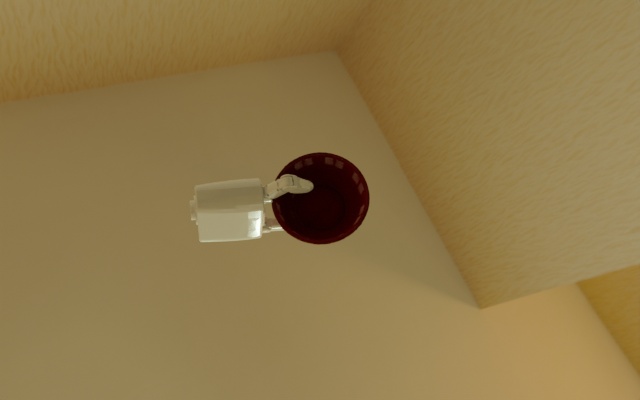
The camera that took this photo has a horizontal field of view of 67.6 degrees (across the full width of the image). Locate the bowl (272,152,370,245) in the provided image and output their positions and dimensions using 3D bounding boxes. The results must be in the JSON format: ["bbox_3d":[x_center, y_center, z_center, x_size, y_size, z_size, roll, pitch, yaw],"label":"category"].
[{"bbox_3d":[0.001,0.003,0.803,0.162,0.162,0.055,0,-21,2],"label":"bowl"}]
